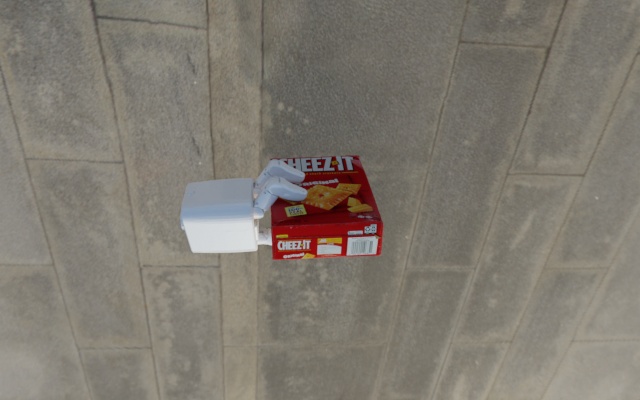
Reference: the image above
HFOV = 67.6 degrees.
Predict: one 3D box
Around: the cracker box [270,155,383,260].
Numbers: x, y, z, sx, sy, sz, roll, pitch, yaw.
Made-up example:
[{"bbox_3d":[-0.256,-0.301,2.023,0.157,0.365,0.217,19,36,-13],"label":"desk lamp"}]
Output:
[{"bbox_3d":[0.000,0.003,0.775,0.164,0.072,0.213,-2,33,-5],"label":"cracker box"}]
